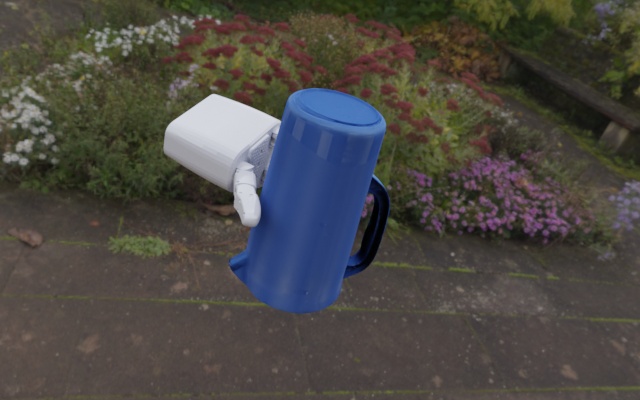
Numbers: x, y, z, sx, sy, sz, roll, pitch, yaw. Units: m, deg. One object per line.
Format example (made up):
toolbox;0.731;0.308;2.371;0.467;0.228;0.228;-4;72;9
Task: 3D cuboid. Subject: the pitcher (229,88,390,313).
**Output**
pitcher;0.000;0.002;0.560;0.145;0.243;0.149;28;32;18
